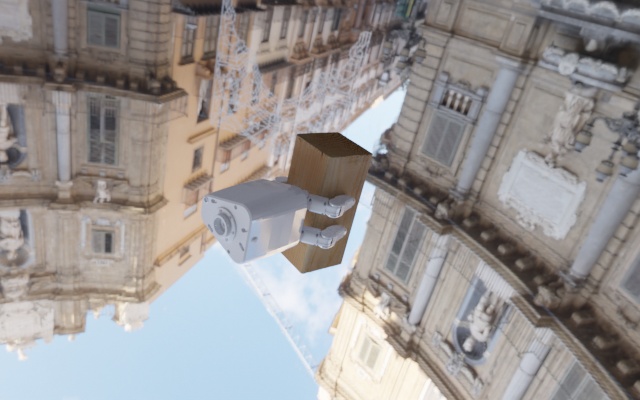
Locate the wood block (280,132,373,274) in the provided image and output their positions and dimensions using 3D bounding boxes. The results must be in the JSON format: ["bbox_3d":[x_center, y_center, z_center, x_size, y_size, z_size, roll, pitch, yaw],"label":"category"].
[{"bbox_3d":[0.000,0.003,0.773,0.090,0.206,0.090,-9,35,-38],"label":"wood block"}]
